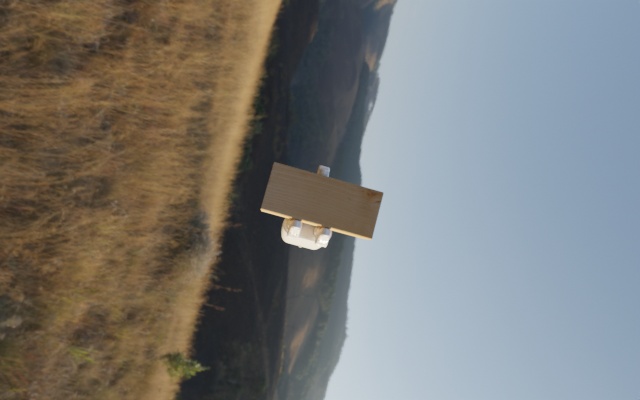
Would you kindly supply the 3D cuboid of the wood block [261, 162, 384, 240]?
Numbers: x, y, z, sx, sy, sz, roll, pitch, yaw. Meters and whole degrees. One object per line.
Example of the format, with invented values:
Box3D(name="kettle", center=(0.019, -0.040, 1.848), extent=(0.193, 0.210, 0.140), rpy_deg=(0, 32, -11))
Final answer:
Box3D(name="wood block", center=(0.000, 0.003, 0.893), extent=(0.206, 0.091, 0.090), rpy_deg=(15, -5, -5))
